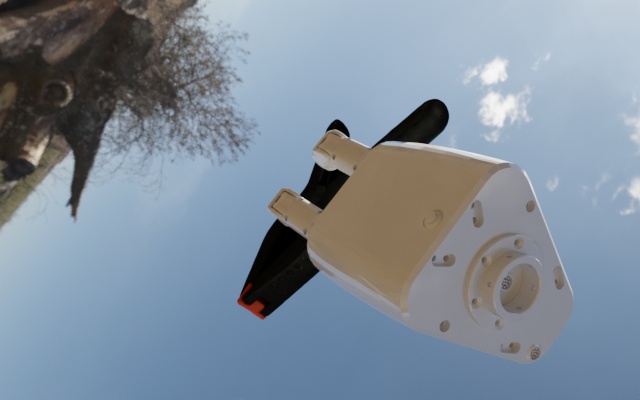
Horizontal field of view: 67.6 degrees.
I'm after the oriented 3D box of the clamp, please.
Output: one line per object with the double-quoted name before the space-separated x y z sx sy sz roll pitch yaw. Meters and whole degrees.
"clamp" 0.000 0.002 0.405 0.036 0.210 0.164 40 -7 -22
